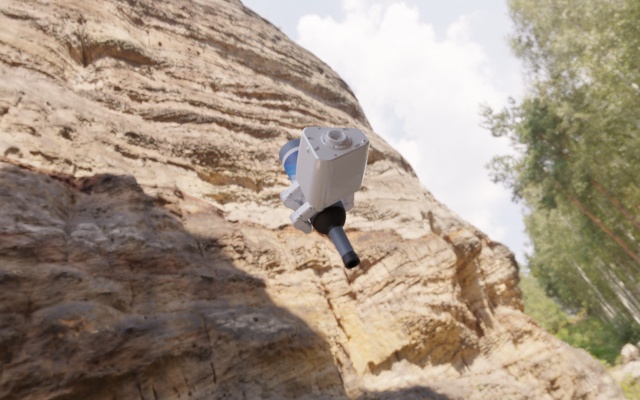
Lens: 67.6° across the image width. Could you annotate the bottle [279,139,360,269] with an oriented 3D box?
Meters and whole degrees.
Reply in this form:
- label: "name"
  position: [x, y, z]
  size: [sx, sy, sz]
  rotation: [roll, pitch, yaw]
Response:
- label: "bottle"
  position: [0.000, 0.003, 0.879]
  size: [0.069, 0.069, 0.295]
  rotation: [0, 44, -31]
